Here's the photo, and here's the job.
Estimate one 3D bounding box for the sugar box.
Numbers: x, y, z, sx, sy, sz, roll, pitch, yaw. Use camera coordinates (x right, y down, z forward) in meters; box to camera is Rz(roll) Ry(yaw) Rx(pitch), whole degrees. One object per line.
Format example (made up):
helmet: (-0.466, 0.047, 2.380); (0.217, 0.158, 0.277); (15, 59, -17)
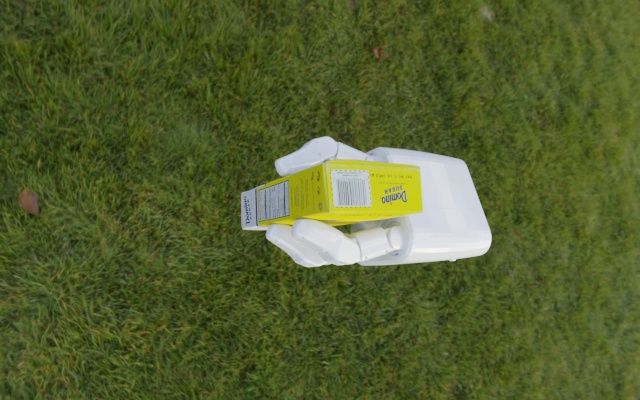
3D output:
sugar box: (0.000, 0.002, 0.440); (0.093, 0.048, 0.176); (2, -10, -29)
